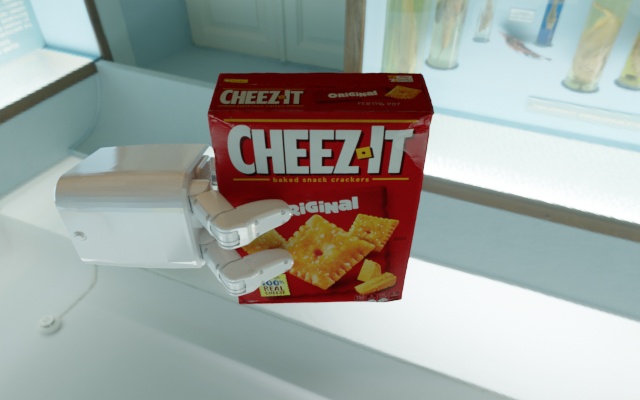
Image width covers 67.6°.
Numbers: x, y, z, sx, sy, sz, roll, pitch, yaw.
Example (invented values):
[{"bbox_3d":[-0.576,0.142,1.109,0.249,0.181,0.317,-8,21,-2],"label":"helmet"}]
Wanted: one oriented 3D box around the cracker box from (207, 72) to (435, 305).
[{"bbox_3d":[0.000,0.001,0.420,0.164,0.214,0.072,0,40,-1],"label":"cracker box"}]
